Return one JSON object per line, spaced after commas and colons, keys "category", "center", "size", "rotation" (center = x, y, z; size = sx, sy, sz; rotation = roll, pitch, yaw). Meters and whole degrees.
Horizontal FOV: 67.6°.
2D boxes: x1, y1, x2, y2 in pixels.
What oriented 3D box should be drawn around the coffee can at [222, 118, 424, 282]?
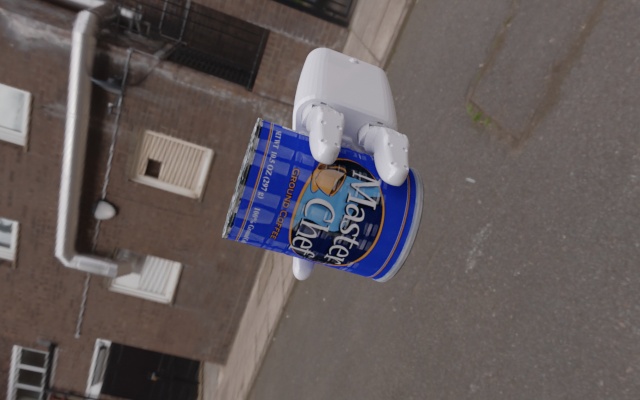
{"category": "coffee can", "center": [0.000, 0.002, 0.402], "size": [0.140, 0.103, 0.103], "rotation": [17, -4, -12]}
